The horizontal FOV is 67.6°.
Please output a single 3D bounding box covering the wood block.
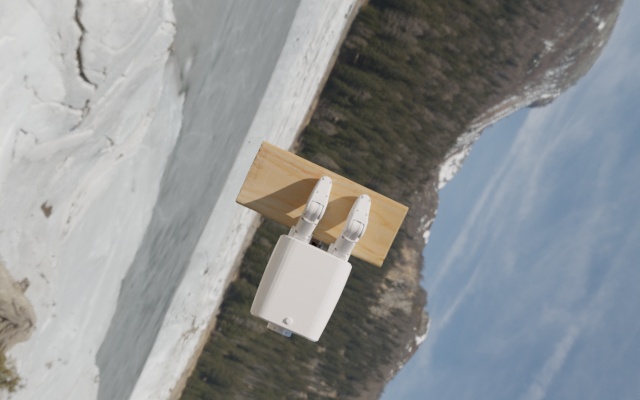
[{"bbox_3d":[0.000,0.003,0.653,0.206,0.090,0.091,25,2,-5],"label":"wood block"}]
